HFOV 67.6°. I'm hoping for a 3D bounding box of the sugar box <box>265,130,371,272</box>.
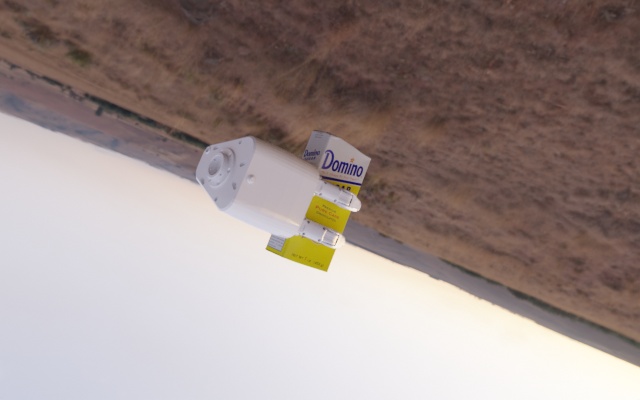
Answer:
[{"bbox_3d":[0.000,0.002,0.658,0.093,0.176,0.048,25,-4,-43],"label":"sugar box"}]
